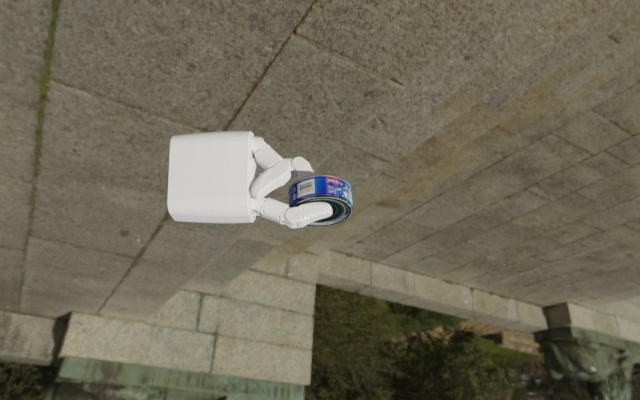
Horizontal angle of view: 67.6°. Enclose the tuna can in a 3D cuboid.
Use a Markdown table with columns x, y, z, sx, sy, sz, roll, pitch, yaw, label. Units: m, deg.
| x | y | z | sx | sy | sz | roll | pitch | yaw | label |
| --- | --- | --- | --- | --- | --- | --- | --- | --- | --- |
| 0.000 | 0.003 | 0.638 | 0.086 | 0.033 | 0.086 | -2 | -30 | -1 | tuna can |
